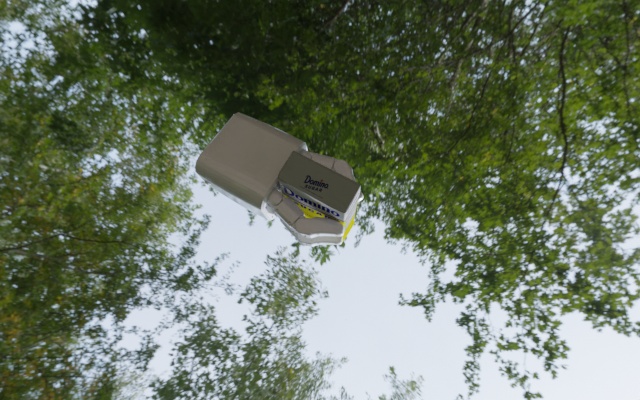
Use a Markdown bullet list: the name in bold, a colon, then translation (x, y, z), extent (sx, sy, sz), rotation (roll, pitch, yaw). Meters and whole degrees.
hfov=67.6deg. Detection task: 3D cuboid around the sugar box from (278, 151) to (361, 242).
- **sugar box**: translation (0.000, 0.002, 0.627), extent (0.093, 0.048, 0.176), rotation (28, -11, 10)
